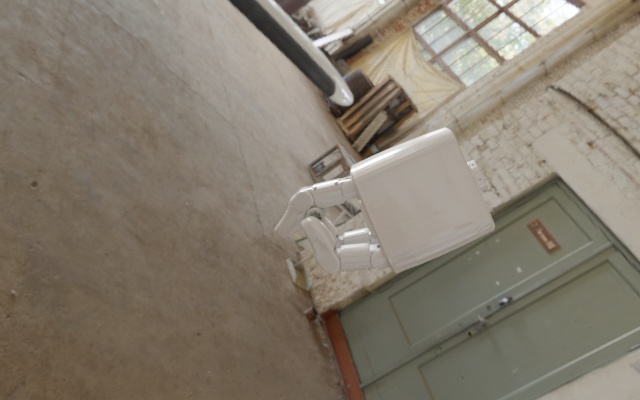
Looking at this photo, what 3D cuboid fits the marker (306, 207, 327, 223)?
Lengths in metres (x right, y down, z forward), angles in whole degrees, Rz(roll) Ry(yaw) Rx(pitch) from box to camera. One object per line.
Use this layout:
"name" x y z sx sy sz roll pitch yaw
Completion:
"marker" 0.000 0.002 0.538 0.020 0.020 0.121 0 15 6
